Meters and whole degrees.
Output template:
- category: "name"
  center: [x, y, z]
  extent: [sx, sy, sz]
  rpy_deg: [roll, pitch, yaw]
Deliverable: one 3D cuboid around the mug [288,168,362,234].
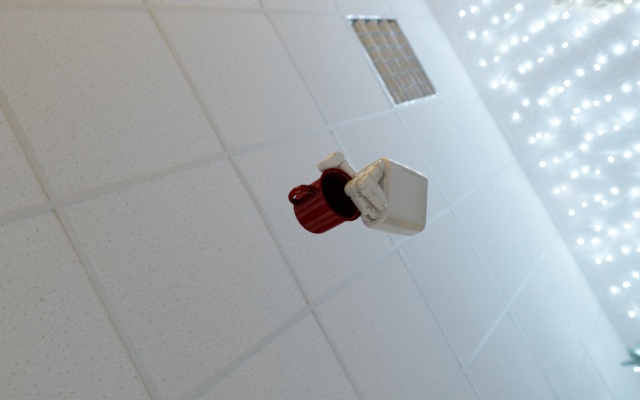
- category: "mug"
  center: [-0.001, 0.002, 0.776]
  extent: [0.117, 0.093, 0.081]
  rpy_deg: [15, -33, -37]
